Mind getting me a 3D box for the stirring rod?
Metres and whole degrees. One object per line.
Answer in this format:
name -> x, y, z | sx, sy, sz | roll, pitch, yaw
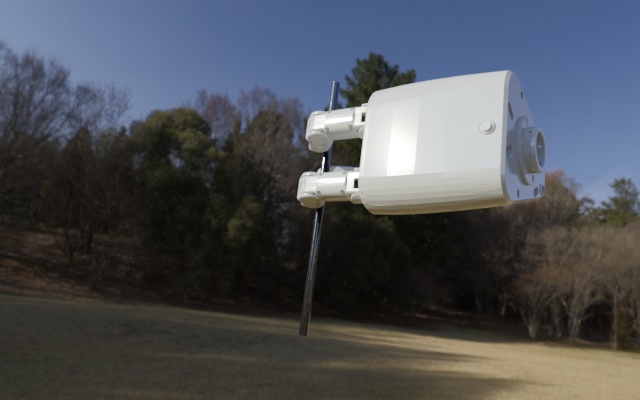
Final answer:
stirring rod -> 0.000, 0.002, 0.442 | 0.011, 0.239, 0.011 | 7, -13, 2
